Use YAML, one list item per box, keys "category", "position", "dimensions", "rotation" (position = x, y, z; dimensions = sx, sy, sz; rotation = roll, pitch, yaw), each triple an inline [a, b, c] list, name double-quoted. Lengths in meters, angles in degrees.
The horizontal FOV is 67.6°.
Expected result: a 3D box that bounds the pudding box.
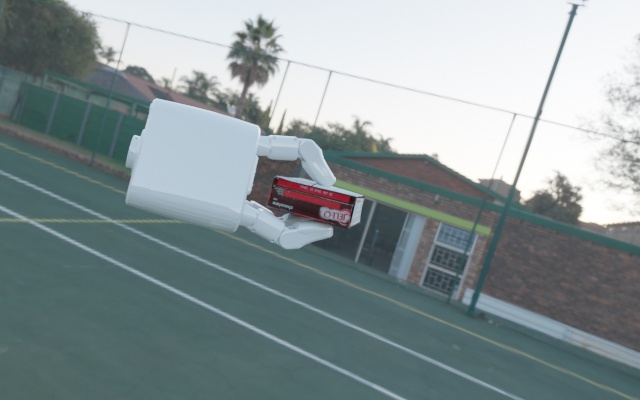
- category: "pudding box"
  position: [0.000, 0.002, 0.532]
  dimensions: [0.090, 0.039, 0.113]
  rotation: [15, 5, 10]
